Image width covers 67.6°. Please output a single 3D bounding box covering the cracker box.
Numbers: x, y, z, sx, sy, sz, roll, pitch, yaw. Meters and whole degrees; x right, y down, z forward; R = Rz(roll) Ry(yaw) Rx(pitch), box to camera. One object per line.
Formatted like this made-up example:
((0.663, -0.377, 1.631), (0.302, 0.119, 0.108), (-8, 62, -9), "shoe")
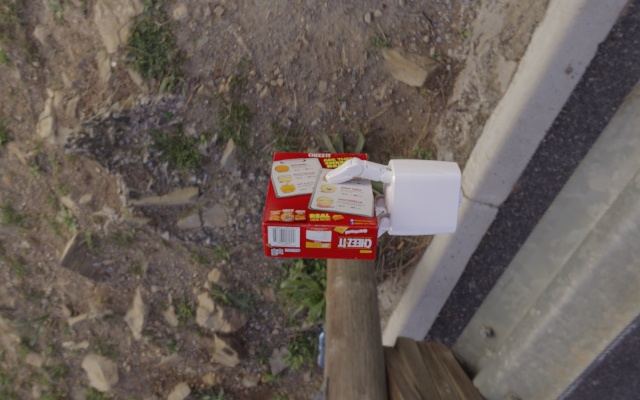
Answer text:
((0.000, 0.002, 0.760), (0.164, 0.072, 0.213), (1, 33, -1), "cracker box")
